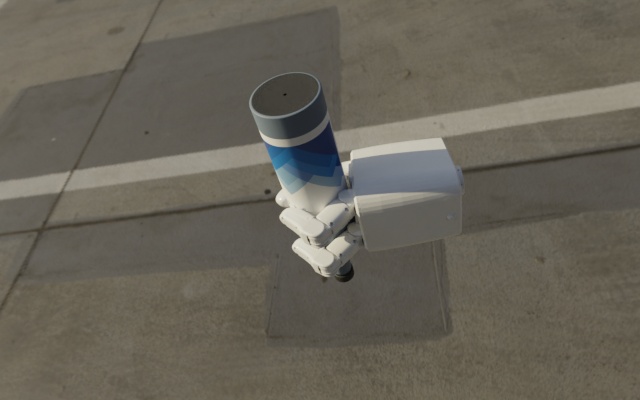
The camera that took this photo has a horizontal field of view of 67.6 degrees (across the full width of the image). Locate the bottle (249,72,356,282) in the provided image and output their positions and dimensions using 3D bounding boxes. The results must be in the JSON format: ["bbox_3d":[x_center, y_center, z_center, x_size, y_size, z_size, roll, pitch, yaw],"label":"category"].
[{"bbox_3d":[0.000,0.002,0.529,0.069,0.069,0.296,0,-41,16],"label":"bottle"}]
